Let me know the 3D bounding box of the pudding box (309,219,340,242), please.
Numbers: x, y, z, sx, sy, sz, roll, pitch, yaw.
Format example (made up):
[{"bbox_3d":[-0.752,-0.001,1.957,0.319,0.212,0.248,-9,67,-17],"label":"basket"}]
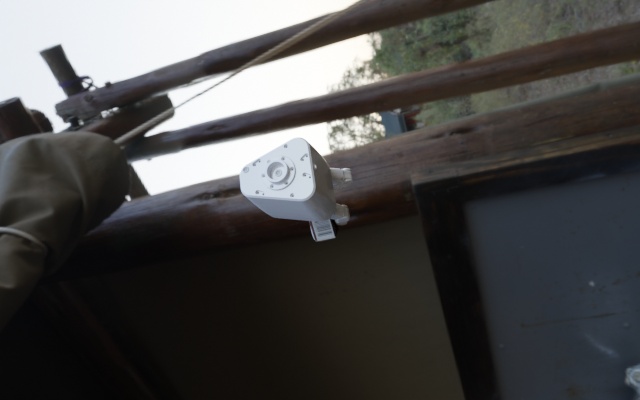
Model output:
[{"bbox_3d":[0.000,0.003,0.800,0.039,0.113,0.090,-12,10,11],"label":"pudding box"}]
